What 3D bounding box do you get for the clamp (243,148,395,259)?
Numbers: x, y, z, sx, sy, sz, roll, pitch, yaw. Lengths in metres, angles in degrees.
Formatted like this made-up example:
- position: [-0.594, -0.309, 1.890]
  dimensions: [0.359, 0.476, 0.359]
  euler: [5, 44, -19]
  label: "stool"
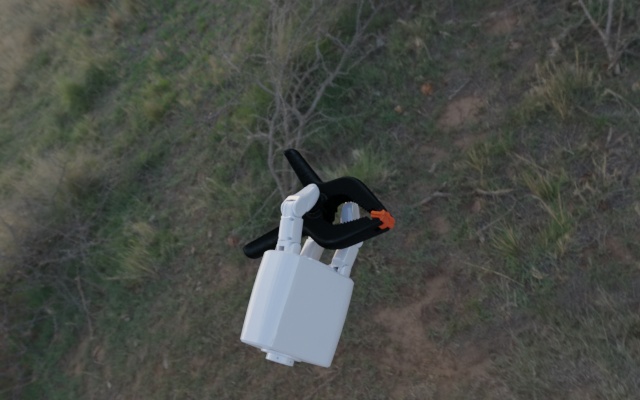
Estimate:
- position: [0.000, 0.002, 0.608]
  dimensions: [0.210, 0.164, 0.036]
  euler: [0, -24, 37]
  label: "clamp"
